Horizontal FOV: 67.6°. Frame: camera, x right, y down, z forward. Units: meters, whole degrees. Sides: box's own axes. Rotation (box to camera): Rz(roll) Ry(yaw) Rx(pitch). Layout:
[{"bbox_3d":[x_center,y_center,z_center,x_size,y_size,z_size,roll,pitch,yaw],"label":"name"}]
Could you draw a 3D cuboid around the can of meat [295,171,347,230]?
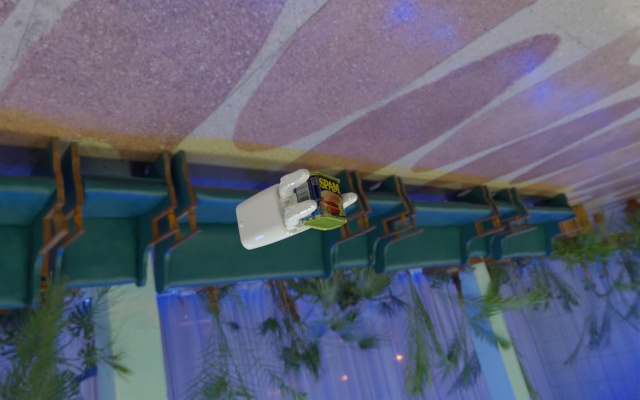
[{"bbox_3d":[0.000,0.003,0.851,0.057,0.084,0.102,-21,-19,27],"label":"can of meat"}]
